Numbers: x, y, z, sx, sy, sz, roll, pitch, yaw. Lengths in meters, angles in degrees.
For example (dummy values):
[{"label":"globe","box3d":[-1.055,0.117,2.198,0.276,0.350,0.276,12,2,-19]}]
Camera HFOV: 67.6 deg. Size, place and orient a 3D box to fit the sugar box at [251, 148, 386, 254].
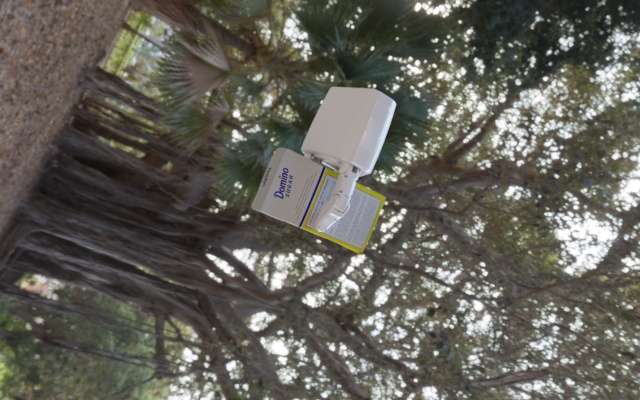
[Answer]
[{"label":"sugar box","box3d":[0.000,0.002,0.678,0.176,0.093,0.048,25,-5,-24]}]
